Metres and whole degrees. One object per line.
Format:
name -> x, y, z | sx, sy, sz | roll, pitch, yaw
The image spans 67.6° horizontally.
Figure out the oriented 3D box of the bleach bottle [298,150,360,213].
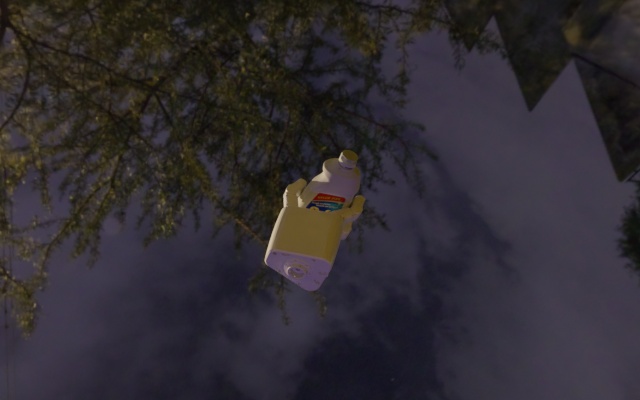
bleach bottle -> 0.000, 0.003, 0.891 | 0.102, 0.251, 0.068 | 23, 42, -5
